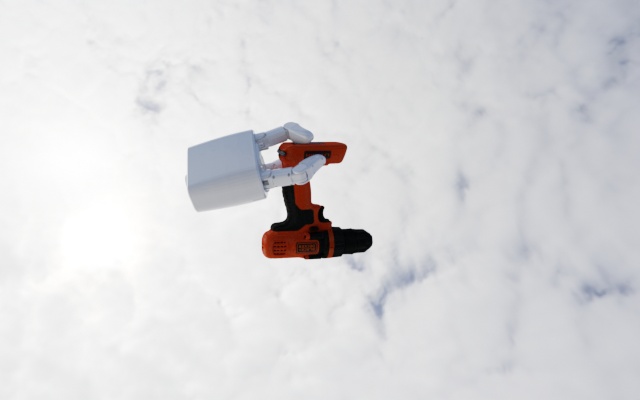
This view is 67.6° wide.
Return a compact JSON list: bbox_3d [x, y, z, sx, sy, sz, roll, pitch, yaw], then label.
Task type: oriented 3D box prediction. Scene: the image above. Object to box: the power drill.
[{"bbox_3d":[0.000,0.002,0.752,0.184,0.188,0.057,-2,12,-18],"label":"power drill"}]
